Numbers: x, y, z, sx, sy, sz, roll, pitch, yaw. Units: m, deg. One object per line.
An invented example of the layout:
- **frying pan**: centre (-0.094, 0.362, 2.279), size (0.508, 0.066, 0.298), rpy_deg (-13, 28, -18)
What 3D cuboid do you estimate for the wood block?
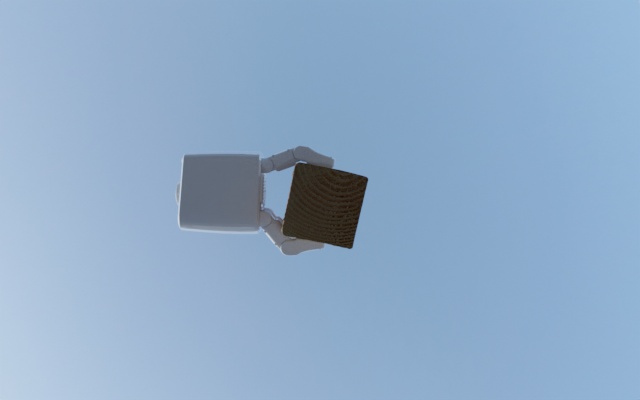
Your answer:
- **wood block**: centre (0.000, 0.002, 0.664), size (0.090, 0.091, 0.206), rpy_deg (12, 2, -4)
